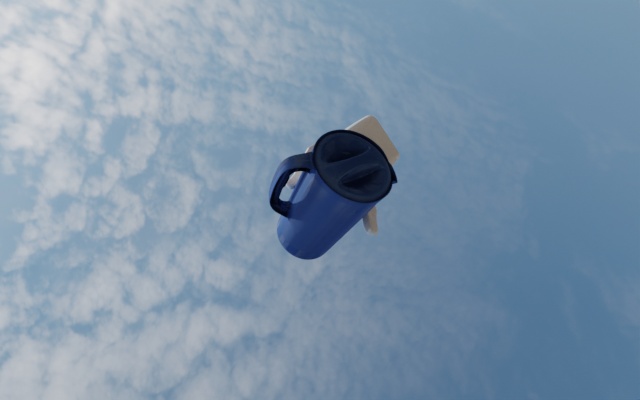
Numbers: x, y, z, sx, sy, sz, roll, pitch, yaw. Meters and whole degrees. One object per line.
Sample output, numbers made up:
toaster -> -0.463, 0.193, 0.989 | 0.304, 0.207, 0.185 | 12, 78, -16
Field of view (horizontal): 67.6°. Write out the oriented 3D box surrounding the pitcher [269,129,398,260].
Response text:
pitcher -> 0.000, 0.003, 0.798 | 0.145, 0.149, 0.243 | -44, -7, -38
